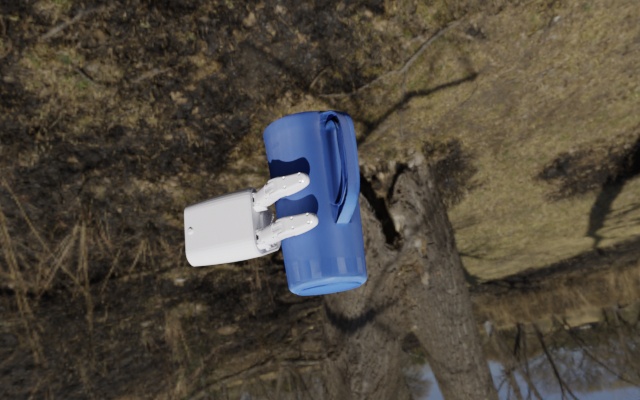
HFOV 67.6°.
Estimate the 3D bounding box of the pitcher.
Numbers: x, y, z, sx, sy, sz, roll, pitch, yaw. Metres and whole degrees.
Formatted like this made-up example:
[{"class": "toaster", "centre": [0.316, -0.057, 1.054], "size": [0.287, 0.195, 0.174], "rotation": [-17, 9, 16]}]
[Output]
[{"class": "pitcher", "centre": [0.000, 0.002, 0.671], "size": [0.145, 0.242, 0.149], "rotation": [-12, -18, 12]}]
